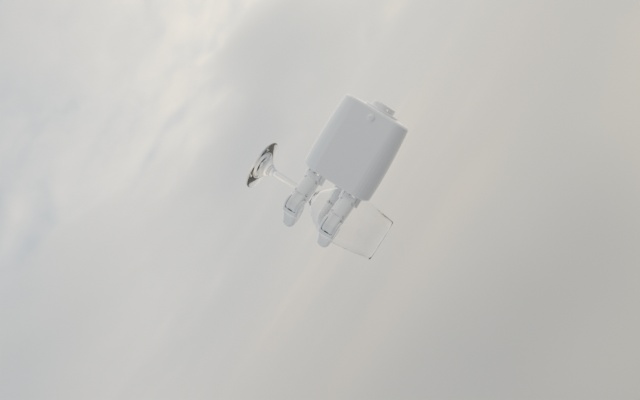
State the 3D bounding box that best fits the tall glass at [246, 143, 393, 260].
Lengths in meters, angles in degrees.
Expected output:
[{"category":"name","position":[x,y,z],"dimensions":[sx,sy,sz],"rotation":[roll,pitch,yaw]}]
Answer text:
[{"category":"tall glass","position":[-0.001,0.002,0.663],"dimensions":[0.201,0.079,0.079],"rotation":[33,5,9]}]
